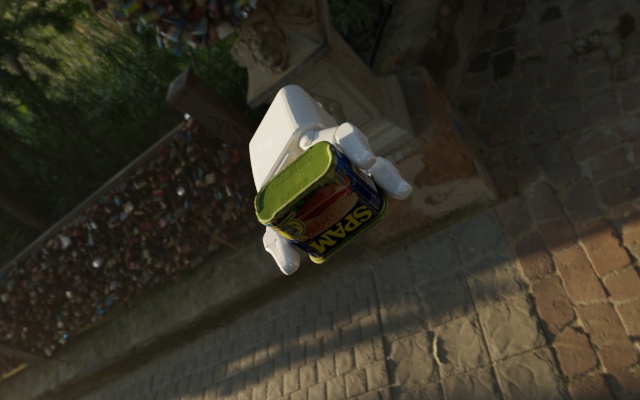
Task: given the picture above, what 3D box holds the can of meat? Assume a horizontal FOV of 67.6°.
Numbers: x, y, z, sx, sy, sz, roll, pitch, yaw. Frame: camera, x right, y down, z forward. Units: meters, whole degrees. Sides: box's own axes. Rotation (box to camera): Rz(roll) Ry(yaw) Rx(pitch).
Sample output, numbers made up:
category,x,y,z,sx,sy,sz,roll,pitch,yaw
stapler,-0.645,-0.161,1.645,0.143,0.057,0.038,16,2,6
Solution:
category,x,y,z,sx,sy,sz,roll,pitch,yaw
can of meat,0.000,0.001,0.461,0.102,0.057,0.084,-38,-52,18
